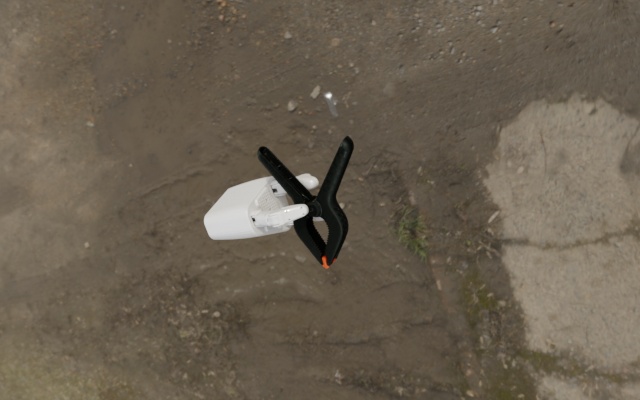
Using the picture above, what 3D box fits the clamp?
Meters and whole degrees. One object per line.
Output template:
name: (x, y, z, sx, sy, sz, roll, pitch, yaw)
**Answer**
clamp: (0.000, 0.003, 0.727, 0.164, 0.210, 0.036, -10, 15, 34)
